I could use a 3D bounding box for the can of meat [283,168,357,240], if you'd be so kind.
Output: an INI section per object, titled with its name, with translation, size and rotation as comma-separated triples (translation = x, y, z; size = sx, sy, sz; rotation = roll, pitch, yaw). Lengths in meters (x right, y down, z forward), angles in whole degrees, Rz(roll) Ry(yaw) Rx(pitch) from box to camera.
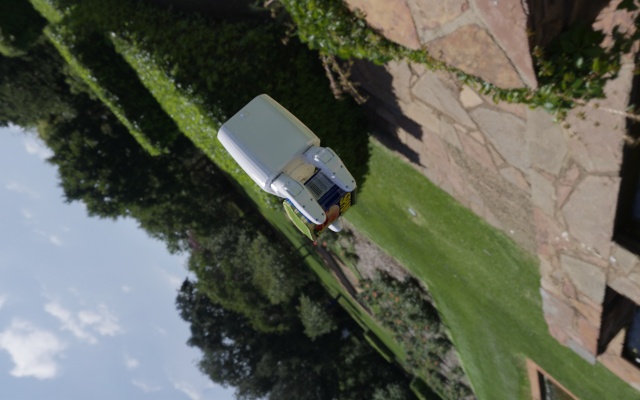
[can of meat]
translation = 0.000, 0.002, 0.641
size = 0.084, 0.057, 0.102
rotation = -43, -15, -9
